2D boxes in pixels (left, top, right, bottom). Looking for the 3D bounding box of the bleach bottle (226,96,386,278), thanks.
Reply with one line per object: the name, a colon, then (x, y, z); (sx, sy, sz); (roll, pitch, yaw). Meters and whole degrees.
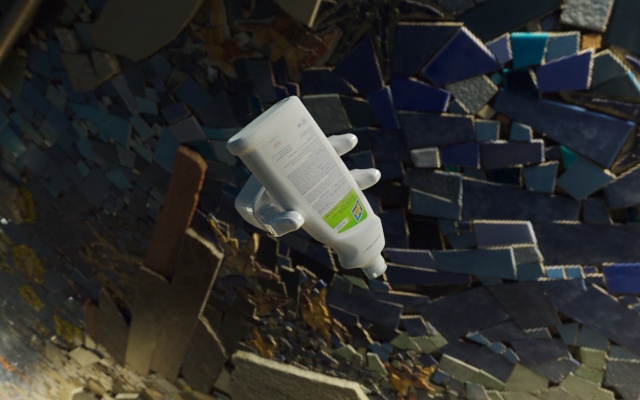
bleach bottle: (0.000, 0.002, 0.591); (0.102, 0.251, 0.068); (-41, 19, -17)
